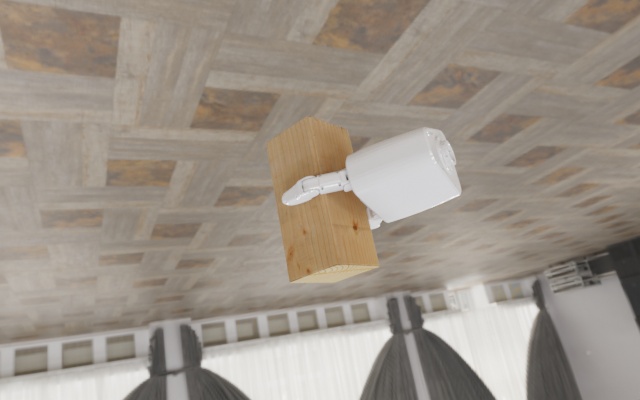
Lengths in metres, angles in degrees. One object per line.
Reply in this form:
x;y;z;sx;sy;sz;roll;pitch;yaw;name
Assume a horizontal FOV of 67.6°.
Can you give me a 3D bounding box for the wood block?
0.000;0.002;0.661;0.090;0.206;0.091;-26;-24;37;wood block
